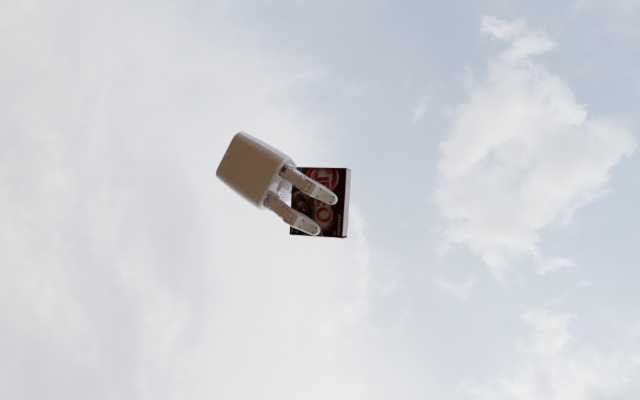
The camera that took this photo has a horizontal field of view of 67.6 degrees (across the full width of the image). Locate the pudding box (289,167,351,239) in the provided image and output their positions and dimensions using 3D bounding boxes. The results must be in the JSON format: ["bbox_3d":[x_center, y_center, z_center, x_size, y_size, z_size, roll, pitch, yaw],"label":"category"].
[{"bbox_3d":[0.000,0.003,0.765,0.090,0.113,0.039,2,-1,19],"label":"pudding box"}]
